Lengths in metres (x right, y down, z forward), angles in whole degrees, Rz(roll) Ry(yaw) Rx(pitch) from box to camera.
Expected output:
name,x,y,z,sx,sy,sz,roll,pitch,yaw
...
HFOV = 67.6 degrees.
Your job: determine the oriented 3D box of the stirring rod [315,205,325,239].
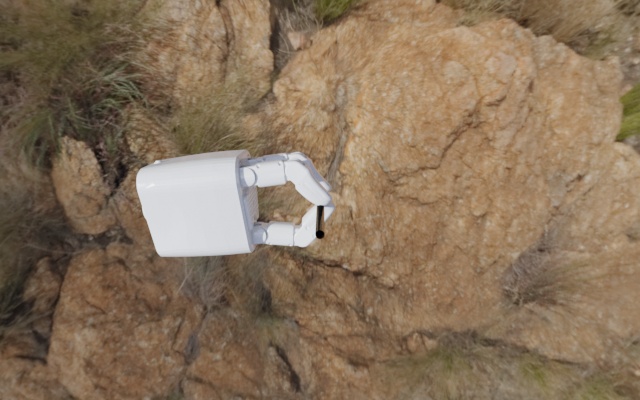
name,x,y,z,sx,sy,sz,roll,pitch,yaw
stirring rod,0.000,0.002,0.523,0.011,0.011,0.239,0,13,0
